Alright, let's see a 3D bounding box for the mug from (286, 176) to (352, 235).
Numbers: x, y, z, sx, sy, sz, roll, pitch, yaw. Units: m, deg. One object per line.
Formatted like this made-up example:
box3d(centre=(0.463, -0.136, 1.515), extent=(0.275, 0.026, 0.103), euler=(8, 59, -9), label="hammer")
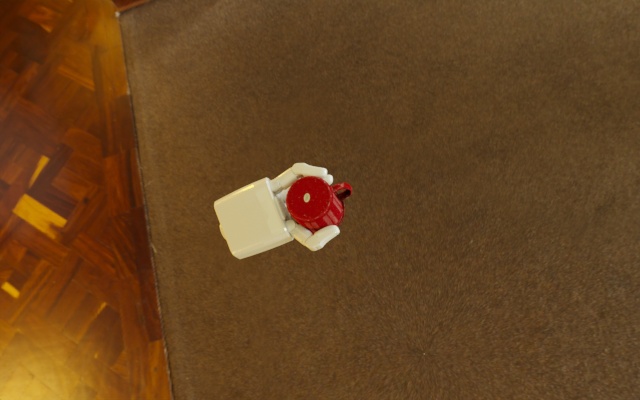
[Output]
box3d(centre=(0.001, 0.002, 0.819), extent=(0.117, 0.093, 0.081), euler=(-24, -21, 6), label="mug")
